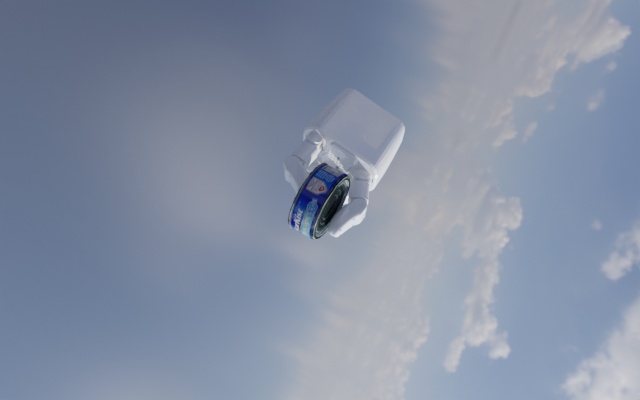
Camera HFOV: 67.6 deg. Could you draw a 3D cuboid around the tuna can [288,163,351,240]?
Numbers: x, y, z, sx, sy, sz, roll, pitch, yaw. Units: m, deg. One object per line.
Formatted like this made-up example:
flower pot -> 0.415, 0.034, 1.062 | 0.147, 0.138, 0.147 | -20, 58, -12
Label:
tuna can -> 0.001, 0.002, 0.551 | 0.033, 0.086, 0.086 | 29, 8, 15
